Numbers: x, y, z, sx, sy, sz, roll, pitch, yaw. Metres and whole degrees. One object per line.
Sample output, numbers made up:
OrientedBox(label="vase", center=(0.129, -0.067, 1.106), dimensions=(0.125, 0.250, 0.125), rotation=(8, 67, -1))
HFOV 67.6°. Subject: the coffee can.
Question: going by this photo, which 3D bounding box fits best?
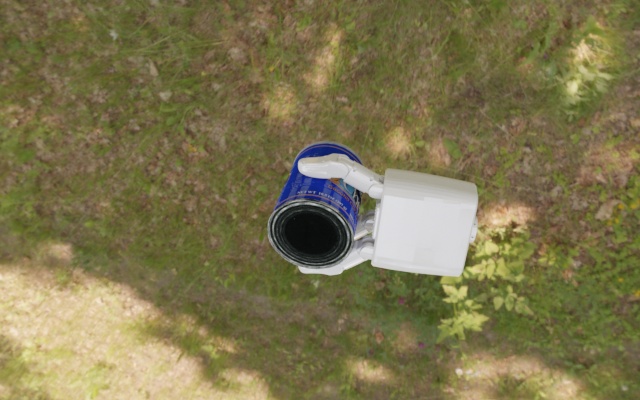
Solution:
OrientedBox(label="coffee can", center=(0.000, 0.002, 0.604), dimensions=(0.103, 0.103, 0.140), rotation=(0, 34, 12))
